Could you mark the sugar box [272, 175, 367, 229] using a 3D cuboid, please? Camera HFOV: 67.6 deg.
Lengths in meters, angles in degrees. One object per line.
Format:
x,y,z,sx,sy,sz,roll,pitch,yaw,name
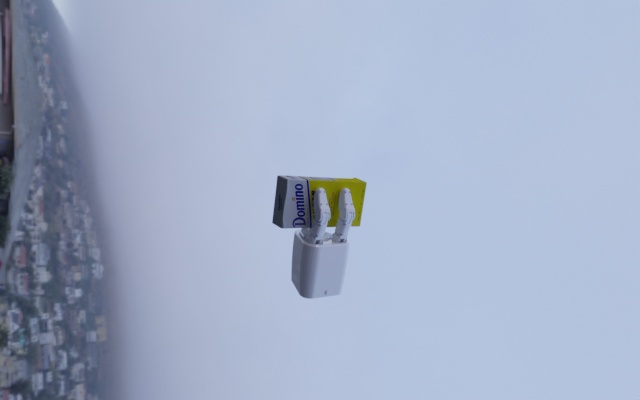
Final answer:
0.001,0.003,0.898,0.176,0.093,0.048,-1,14,-34,sugar box
